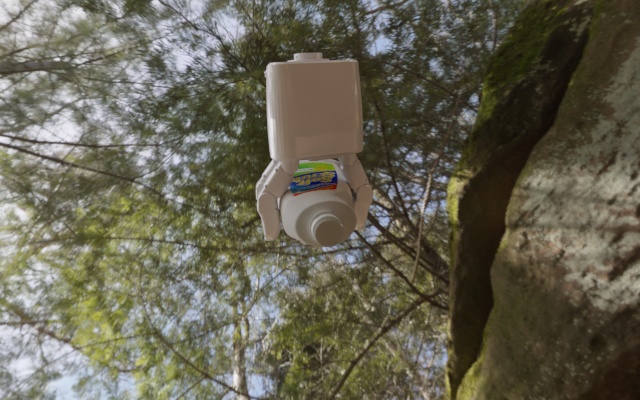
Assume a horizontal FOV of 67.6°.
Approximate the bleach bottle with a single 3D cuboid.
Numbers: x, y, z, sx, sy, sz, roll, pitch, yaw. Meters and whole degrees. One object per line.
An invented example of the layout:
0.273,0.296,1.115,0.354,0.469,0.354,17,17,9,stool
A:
0.000,0.002,0.579,0.102,0.068,0.250,-4,14,-7,bleach bottle
